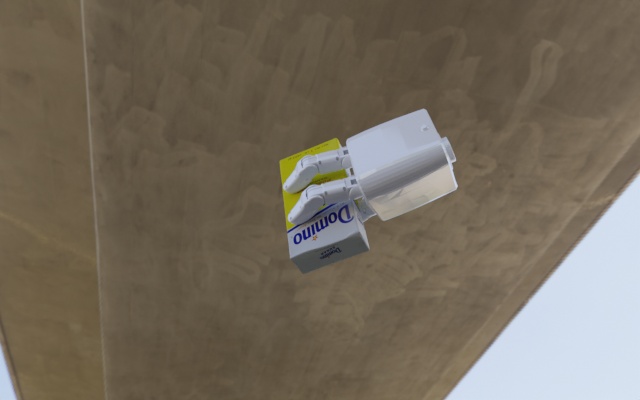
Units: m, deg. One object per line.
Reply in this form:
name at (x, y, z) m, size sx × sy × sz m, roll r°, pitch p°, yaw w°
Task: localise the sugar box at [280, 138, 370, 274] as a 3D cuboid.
sugar box at (0.000, 0.002, 0.630) m, size 0.093 × 0.176 × 0.048 m, roll -22°, pitch -46°, yaw 11°
